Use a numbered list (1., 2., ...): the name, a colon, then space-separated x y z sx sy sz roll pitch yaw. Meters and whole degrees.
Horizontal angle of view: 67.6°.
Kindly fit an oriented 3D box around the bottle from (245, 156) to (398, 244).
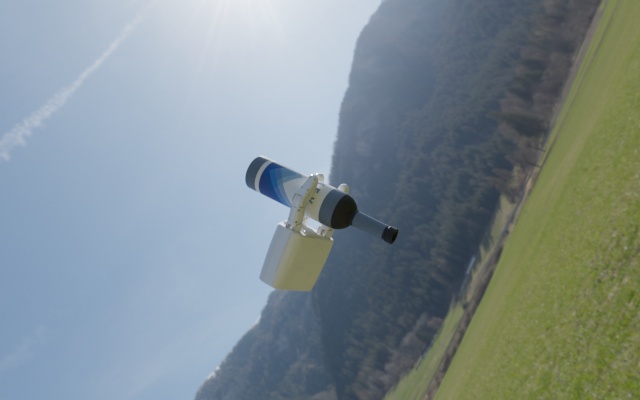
1. bottle: 0.000 0.003 0.840 0.295 0.069 0.069 25 11 25
